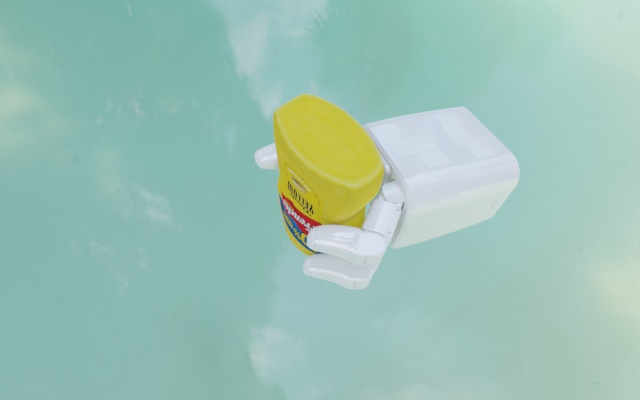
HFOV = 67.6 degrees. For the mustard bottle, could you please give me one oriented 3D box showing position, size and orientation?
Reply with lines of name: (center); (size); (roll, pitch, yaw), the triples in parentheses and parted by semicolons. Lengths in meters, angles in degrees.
mustard bottle: (0.000, 0.001, 0.426); (0.058, 0.096, 0.192); (-37, -22, -22)
